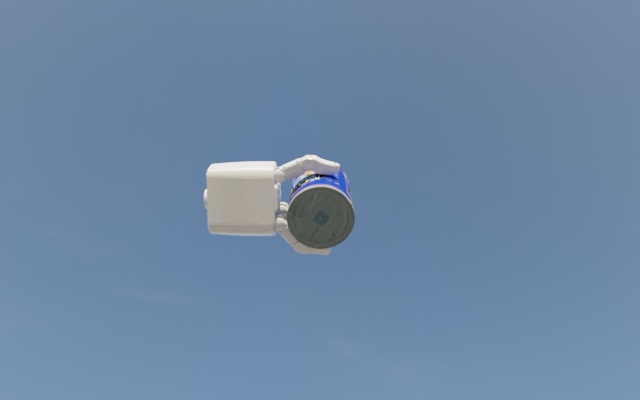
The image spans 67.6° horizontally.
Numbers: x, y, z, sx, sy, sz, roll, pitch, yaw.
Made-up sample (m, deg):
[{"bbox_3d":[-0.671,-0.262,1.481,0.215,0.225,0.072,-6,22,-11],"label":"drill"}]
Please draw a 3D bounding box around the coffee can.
[{"bbox_3d":[0.000,0.003,0.779,0.103,0.103,0.140,0,21,0],"label":"coffee can"}]
